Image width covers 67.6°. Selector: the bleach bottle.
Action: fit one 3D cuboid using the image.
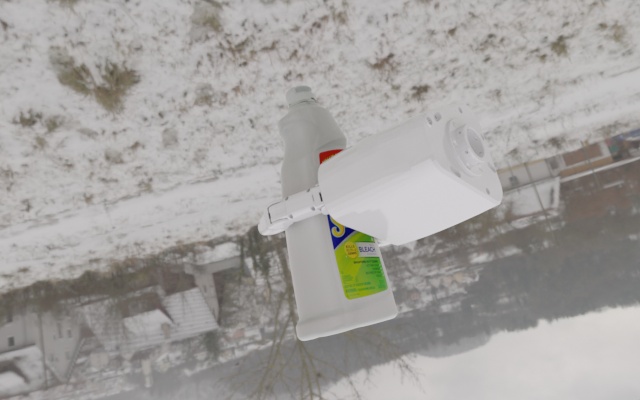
[{"bbox_3d":[0.000,0.002,0.475,0.068,0.250,0.102,-26,-19,40],"label":"bleach bottle"}]
